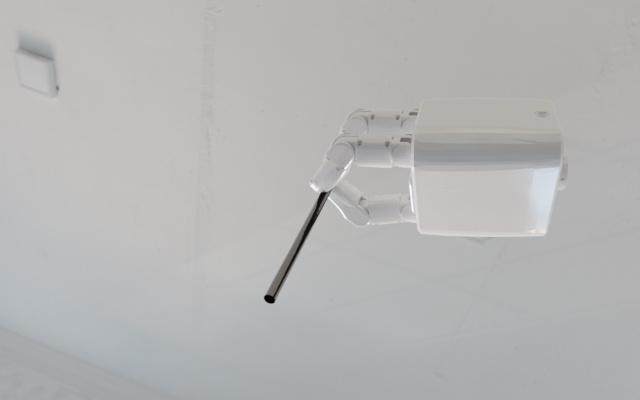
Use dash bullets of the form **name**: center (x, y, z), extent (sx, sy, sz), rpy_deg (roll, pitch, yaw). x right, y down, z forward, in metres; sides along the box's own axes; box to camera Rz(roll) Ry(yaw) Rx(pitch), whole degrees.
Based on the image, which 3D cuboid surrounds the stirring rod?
- **stirring rod**: center (0.000, 0.001, 0.406), extent (0.011, 0.011, 0.239), rpy_deg (0, 31, 19)
